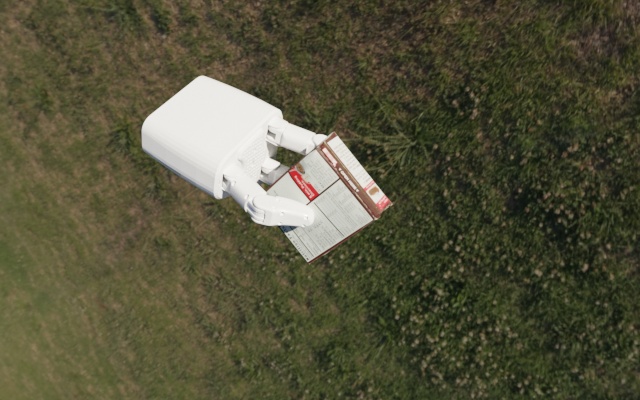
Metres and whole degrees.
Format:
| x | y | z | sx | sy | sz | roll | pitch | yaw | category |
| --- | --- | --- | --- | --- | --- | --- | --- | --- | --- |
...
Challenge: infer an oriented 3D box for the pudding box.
| x | y | z | sx | sy | sz | roll | pitch | yaw | category |
| --- | --- | --- | --- | --- | --- | --- | --- | --- | --- |
| 0.000 | 0.002 | 0.474 | 0.113 | 0.090 | 0.039 | -37 | 3 | 43 | pudding box |
